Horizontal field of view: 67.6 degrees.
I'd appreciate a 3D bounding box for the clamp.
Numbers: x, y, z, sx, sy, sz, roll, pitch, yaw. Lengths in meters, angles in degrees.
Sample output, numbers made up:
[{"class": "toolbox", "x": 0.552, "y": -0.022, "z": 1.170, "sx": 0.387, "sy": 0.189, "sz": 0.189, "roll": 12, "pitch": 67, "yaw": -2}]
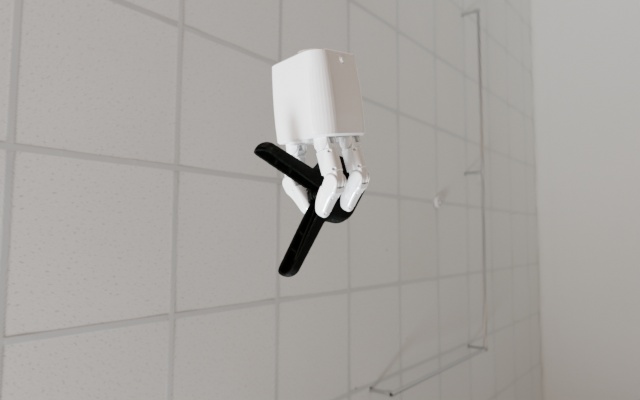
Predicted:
[{"class": "clamp", "x": 0.000, "y": 0.002, "z": 0.635, "sx": 0.036, "sy": 0.164, "sz": 0.210, "roll": -1, "pitch": 7, "yaw": 39}]
